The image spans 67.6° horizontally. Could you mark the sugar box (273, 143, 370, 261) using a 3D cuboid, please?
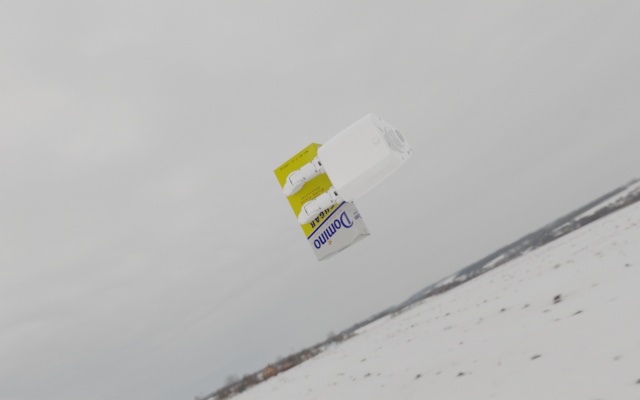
[{"bbox_3d":[0.000,0.002,0.799,0.093,0.176,0.048,-34,-16,23],"label":"sugar box"}]
